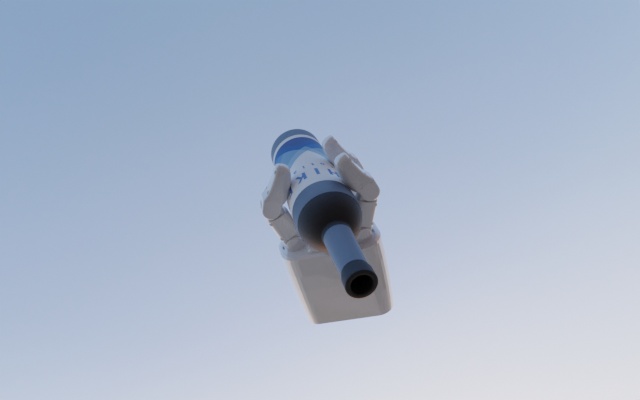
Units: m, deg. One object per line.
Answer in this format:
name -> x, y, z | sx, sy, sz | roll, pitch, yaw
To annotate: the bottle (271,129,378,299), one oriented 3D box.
bottle -> 0.000, 0.001, 0.500 | 0.069, 0.069, 0.295 | 0, 26, -14
